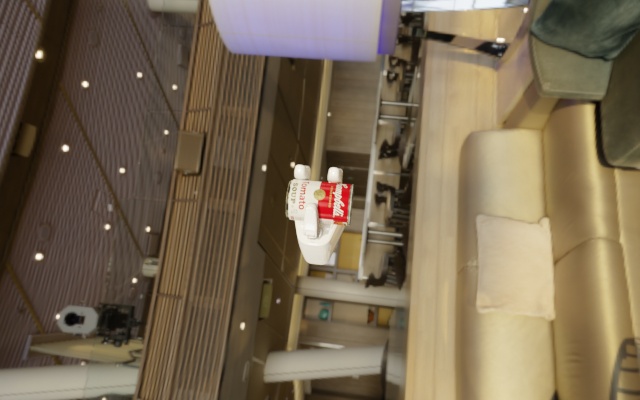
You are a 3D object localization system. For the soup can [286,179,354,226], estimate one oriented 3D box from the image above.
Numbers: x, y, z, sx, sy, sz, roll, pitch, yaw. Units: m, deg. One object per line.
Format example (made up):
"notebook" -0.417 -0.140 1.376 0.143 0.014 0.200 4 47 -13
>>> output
"soup can" 0.000 0.002 0.772 0.102 0.068 0.068 6 1 6
